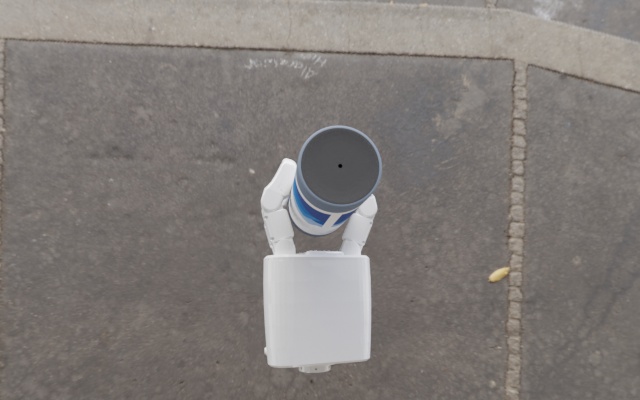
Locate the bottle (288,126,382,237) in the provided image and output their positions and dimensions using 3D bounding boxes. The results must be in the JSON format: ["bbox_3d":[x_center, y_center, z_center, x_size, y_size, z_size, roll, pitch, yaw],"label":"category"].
[{"bbox_3d":[0.000,0.002,0.514,0.069,0.069,0.296,0,-11,-6],"label":"bottle"}]
